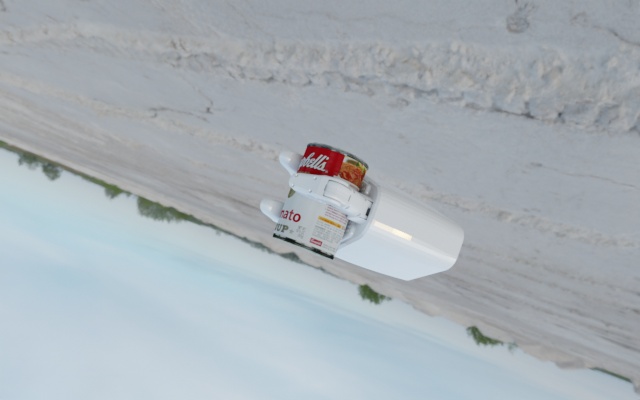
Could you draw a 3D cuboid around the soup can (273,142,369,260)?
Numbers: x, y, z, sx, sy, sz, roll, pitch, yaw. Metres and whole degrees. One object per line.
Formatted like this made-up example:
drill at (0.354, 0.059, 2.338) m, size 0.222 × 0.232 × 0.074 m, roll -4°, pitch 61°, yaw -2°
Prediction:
soup can at (0.000, 0.002, 0.485) m, size 0.068 × 0.102 × 0.068 m, roll 21°, pitch -7°, yaw 3°
